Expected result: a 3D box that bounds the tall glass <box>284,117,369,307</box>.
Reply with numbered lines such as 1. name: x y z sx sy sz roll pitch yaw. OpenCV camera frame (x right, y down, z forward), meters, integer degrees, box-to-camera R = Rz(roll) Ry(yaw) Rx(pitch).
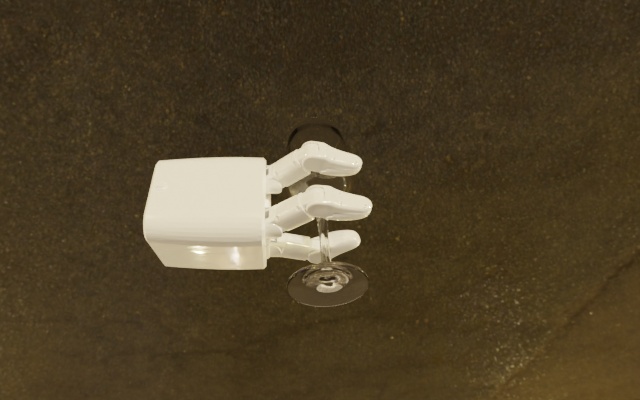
1. tall glass: 0.000 0.002 0.489 0.079 0.200 0.079 -3 -41 -2
